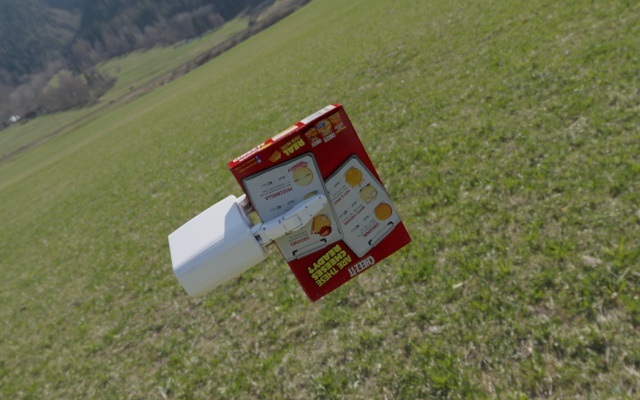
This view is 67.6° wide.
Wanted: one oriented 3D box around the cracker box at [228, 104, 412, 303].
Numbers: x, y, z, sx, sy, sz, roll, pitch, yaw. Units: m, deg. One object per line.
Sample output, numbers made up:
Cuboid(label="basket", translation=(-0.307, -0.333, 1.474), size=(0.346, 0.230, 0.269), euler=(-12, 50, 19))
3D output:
Cuboid(label="cracker box", translation=(0.000, 0.002, 0.646), size=(0.164, 0.214, 0.072), euler=(-31, 17, -4))
